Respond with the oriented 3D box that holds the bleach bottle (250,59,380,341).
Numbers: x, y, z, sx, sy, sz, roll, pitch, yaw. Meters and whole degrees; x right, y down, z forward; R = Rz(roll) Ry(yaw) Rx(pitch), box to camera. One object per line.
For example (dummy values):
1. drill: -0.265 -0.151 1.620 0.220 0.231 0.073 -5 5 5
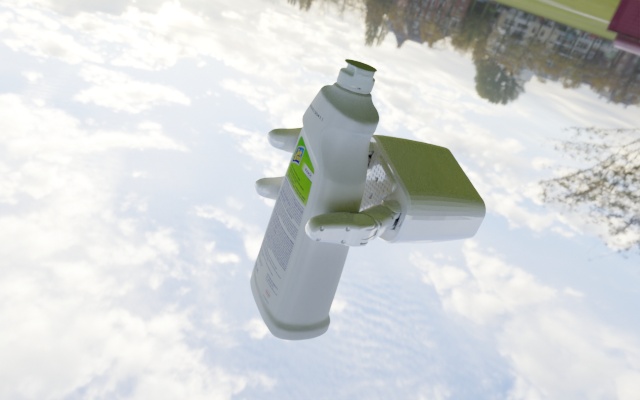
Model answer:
1. bleach bottle: 0.000 0.001 0.434 0.068 0.251 0.102 2 31 -30
